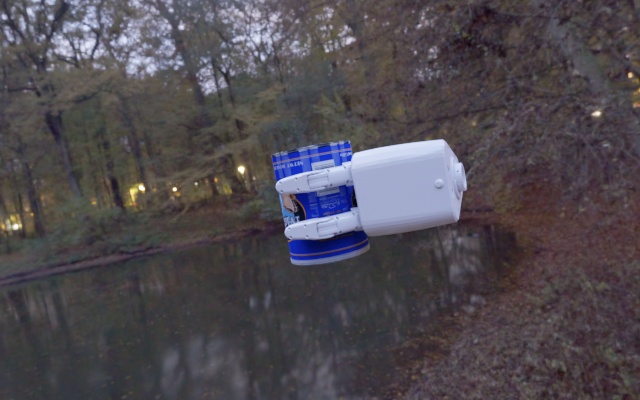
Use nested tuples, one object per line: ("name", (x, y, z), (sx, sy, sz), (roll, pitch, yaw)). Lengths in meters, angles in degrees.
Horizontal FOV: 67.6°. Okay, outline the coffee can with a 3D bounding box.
("coffee can", (0.000, 0.002, 0.608), (0.103, 0.140, 0.103), (-11, 4, 1))
